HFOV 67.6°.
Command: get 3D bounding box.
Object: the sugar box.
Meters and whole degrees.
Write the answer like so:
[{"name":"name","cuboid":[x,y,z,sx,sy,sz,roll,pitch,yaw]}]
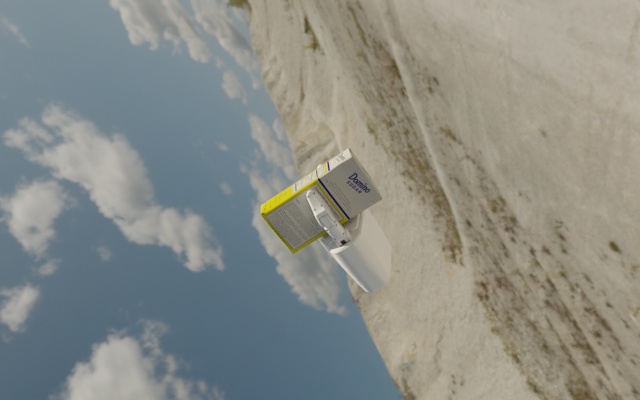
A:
[{"name":"sugar box","cuboid":[0.000,0.002,0.770,0.176,0.093,0.048,-33,25,10]}]
